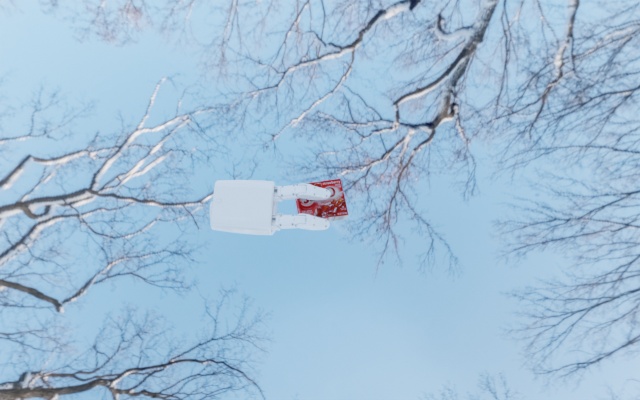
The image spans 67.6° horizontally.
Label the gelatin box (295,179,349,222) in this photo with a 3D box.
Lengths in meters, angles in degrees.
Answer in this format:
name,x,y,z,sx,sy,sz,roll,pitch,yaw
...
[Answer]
name,x,y,z,sx,sy,sz,roll,pitch,yaw
gelatin box,0.000,0.003,0.872,0.089,0.073,0.030,-8,-20,-11
